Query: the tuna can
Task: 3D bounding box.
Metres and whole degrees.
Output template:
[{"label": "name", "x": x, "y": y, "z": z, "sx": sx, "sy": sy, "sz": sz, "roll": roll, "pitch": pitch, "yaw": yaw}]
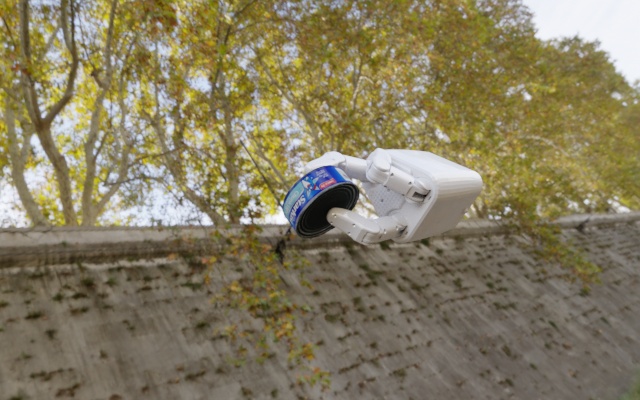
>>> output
[{"label": "tuna can", "x": 0.000, "y": 0.001, "z": 0.540, "sx": 0.086, "sy": 0.086, "sz": 0.033, "roll": 0, "pitch": 43, "yaw": -50}]
